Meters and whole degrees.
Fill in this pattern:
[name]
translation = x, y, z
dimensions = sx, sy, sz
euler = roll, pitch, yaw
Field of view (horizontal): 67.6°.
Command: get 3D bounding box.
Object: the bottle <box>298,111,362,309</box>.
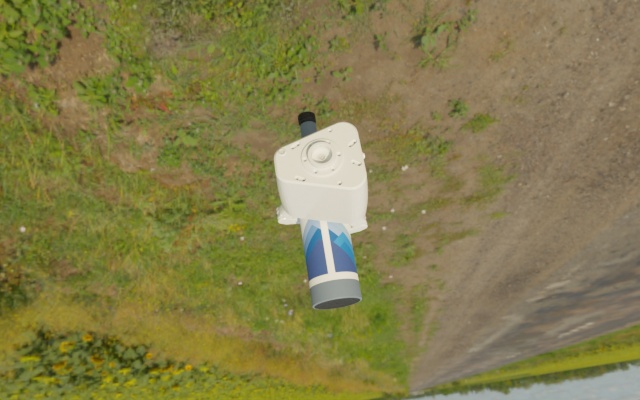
[bottle]
translation = 0.000, 0.003, 0.685
dimensions = 0.069, 0.295, 0.069
euler = -8, -23, -3
